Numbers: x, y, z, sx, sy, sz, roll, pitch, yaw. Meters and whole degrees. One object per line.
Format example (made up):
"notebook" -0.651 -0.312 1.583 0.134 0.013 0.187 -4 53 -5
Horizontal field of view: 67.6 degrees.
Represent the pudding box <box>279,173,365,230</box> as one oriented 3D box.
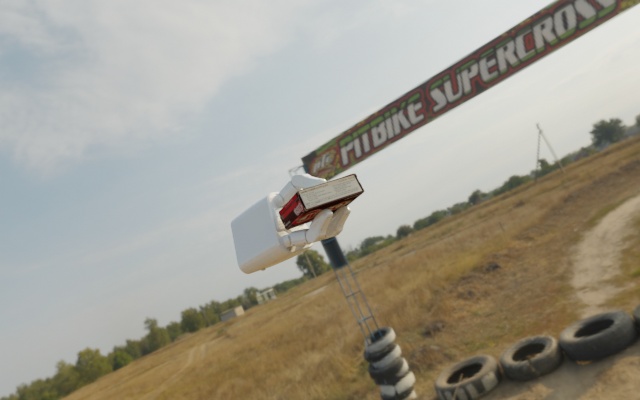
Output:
"pudding box" 0.000 0.002 0.757 0.113 0.039 0.090 -20 -11 -30
